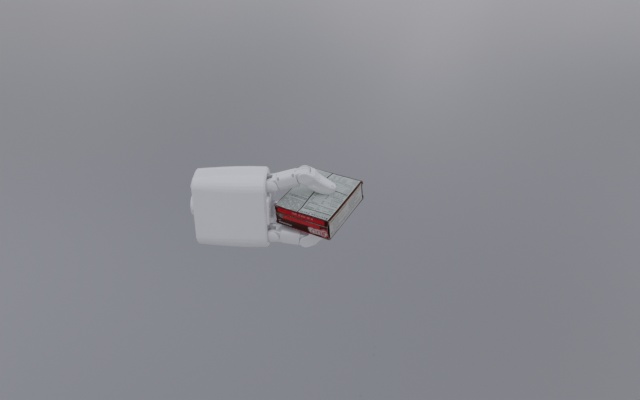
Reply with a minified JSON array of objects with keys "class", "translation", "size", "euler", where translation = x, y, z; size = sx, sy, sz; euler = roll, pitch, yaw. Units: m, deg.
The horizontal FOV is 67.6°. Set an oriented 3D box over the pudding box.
[{"class":"pudding box","translation":[0.000,0.002,0.702],"size":[0.090,0.039,0.113],"euler":[17,43,24]}]
